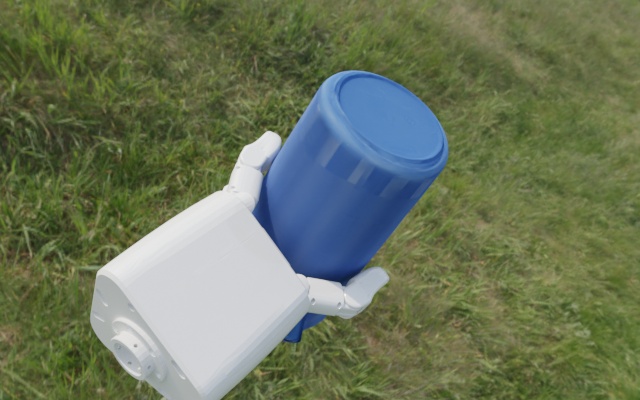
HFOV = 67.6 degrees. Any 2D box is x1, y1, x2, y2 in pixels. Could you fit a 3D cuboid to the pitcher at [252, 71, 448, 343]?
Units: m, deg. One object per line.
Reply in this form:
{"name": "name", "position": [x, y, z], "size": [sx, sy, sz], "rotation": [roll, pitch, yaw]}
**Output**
{"name": "pitcher", "position": [0.000, 0.002, 0.432], "size": [0.145, 0.149, 0.243], "rotation": [-36, -14, -44]}
